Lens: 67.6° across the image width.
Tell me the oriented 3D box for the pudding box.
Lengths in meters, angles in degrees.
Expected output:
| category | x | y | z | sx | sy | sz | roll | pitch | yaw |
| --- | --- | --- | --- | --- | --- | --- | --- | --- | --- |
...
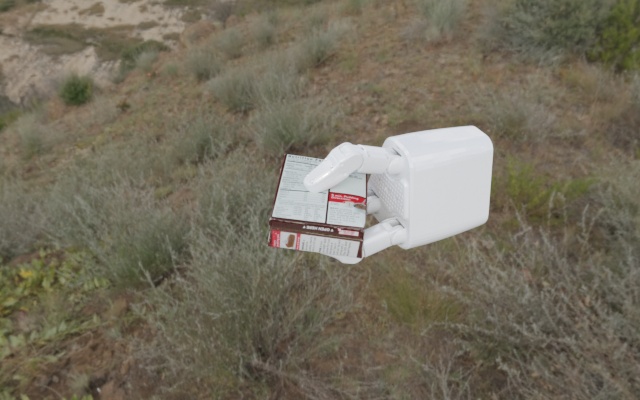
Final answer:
| category | x | y | z | sx | sy | sz | roll | pitch | yaw |
| --- | --- | --- | --- | --- | --- | --- | --- | --- | --- |
| pudding box | 0.000 | 0.001 | 0.471 | 0.090 | 0.039 | 0.113 | 7 | 36 | 1 |
